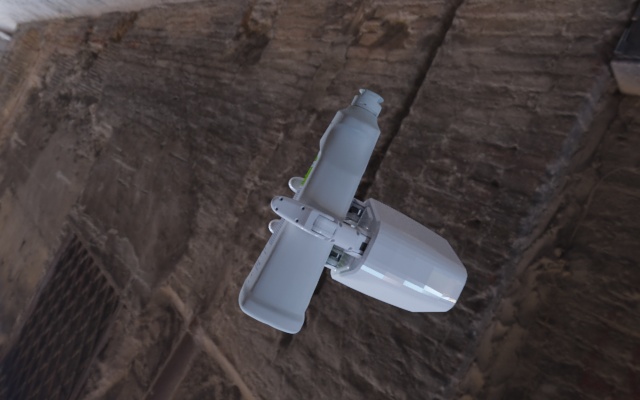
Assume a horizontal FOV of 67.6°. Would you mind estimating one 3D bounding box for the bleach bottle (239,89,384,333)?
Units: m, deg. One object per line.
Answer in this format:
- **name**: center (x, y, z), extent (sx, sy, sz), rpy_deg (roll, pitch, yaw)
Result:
- **bleach bottle**: center (0.000, 0.002, 0.493), extent (0.068, 0.251, 0.102), rpy_deg (26, -1, -8)
